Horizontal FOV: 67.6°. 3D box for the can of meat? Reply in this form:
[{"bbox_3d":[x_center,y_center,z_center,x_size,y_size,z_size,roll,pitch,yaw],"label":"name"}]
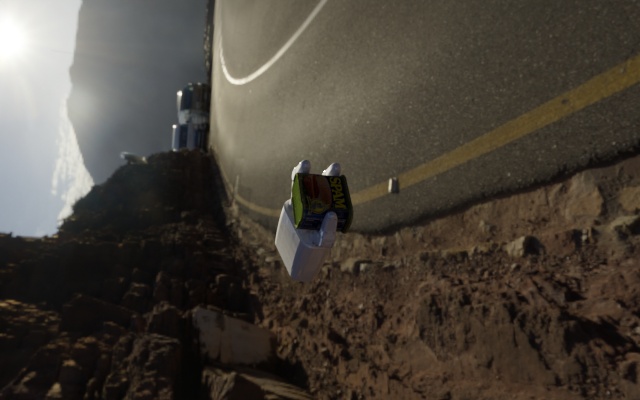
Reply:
[{"bbox_3d":[0.000,0.003,0.781,0.084,0.102,0.057,4,-42,-16],"label":"can of meat"}]
